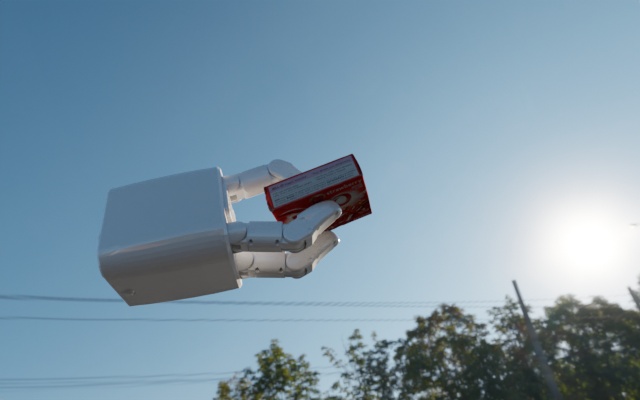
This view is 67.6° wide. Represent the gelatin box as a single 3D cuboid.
[{"bbox_3d":[0.000,0.001,0.451,0.089,0.030,0.073,-22,-32,1],"label":"gelatin box"}]
